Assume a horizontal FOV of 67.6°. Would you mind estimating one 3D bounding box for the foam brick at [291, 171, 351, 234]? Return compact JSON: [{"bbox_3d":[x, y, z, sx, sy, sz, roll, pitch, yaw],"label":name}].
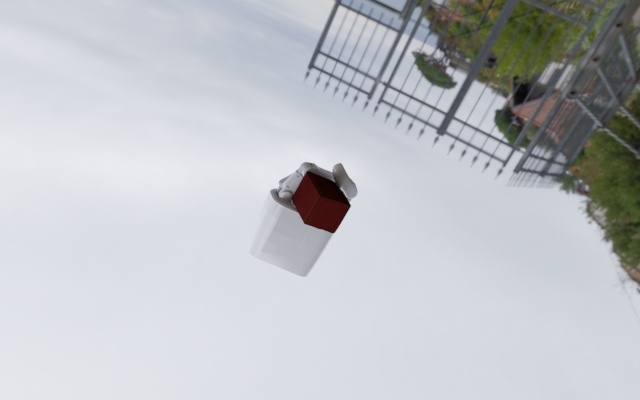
[{"bbox_3d":[0.000,0.002,0.690,0.053,0.051,0.078,21,20,-27],"label":"foam brick"}]
